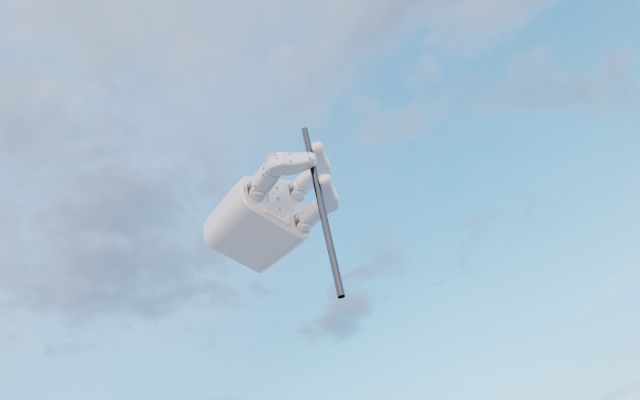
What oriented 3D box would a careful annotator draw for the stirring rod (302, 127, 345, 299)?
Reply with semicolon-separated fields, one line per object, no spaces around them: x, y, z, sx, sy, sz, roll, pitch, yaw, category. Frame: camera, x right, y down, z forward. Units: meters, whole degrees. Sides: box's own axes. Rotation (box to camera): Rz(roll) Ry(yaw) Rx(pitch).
0.000;0.002;0.546;0.011;0.239;0.011;-8;-37;-6;stirring rod
